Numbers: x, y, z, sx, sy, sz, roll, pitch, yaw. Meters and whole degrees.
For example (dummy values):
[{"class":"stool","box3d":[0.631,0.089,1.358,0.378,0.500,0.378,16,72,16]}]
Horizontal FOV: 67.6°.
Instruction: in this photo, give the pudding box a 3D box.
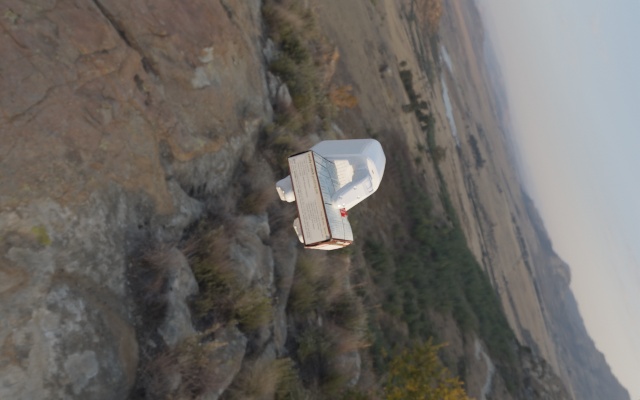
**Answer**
[{"class":"pudding box","box3d":[0.000,0.002,0.586,0.039,0.113,0.090,-18,-13,18]}]
